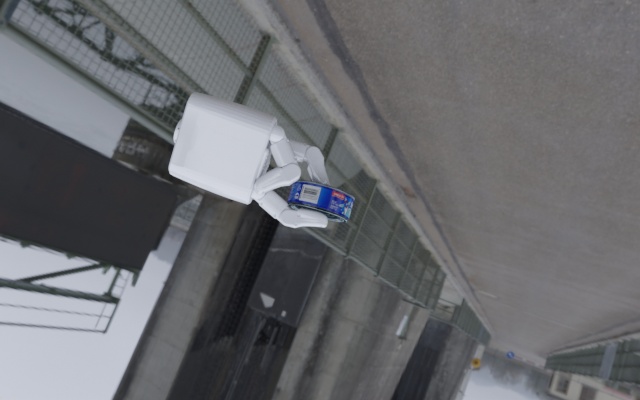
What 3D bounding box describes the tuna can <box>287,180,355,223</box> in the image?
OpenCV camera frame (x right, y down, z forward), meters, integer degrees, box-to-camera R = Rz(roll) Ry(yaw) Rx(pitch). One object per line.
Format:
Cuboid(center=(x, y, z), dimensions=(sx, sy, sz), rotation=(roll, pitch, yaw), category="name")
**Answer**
Cuboid(center=(0.000, 0.003, 0.633), dimensions=(0.086, 0.033, 0.086), rotation=(15, -9, 3), category="tuna can")
